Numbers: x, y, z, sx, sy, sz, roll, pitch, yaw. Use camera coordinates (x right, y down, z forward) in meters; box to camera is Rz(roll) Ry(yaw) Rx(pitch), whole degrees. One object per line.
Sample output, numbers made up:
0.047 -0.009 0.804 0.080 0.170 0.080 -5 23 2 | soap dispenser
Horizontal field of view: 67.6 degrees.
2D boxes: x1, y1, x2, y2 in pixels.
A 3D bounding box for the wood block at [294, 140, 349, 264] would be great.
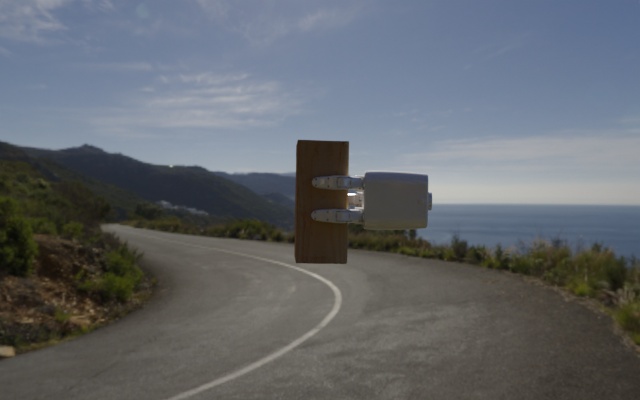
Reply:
0.001 0.003 0.840 0.090 0.206 0.091 1 0 -4 | wood block
